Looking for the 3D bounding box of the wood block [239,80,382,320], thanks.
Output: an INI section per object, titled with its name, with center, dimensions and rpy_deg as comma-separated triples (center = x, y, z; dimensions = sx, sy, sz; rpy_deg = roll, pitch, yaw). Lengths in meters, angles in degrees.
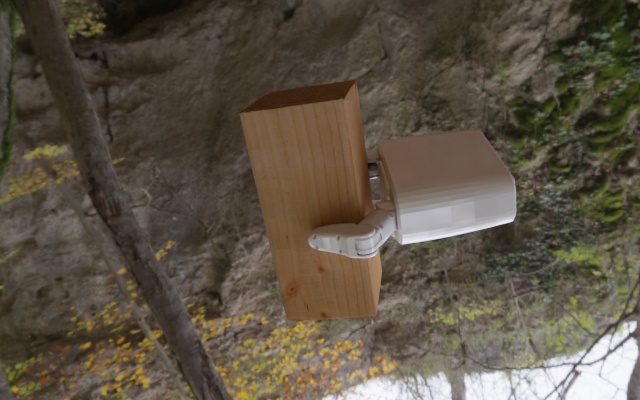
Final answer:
[wood block]
center = 0.000, 0.002, 0.455
dimensions = 0.090, 0.206, 0.090
rpy_deg = -5, 22, 13
